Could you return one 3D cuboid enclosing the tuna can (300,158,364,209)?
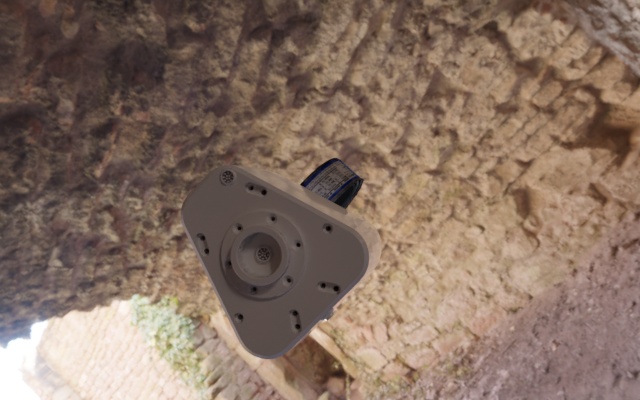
[{"bbox_3d":[0.000,0.001,0.451,0.033,0.086,0.086,42,10,11],"label":"tuna can"}]
